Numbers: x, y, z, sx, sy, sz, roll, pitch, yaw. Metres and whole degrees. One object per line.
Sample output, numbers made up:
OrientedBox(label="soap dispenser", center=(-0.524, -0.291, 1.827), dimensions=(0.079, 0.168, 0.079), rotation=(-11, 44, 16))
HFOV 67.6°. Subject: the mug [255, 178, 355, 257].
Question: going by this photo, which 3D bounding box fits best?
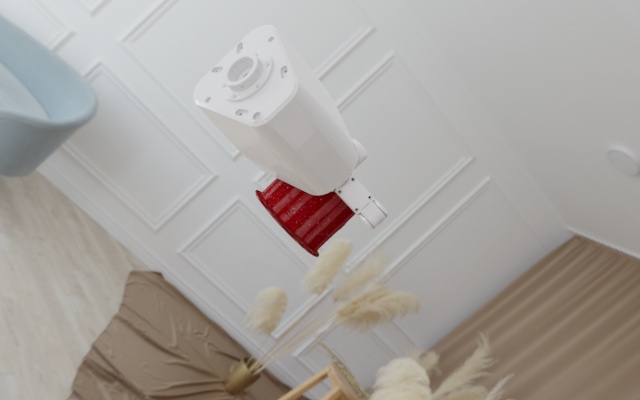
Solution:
OrientedBox(label="mug", center=(0.001, 0.002, 0.496), dimensions=(0.093, 0.081, 0.117), rotation=(48, 2, 38))
